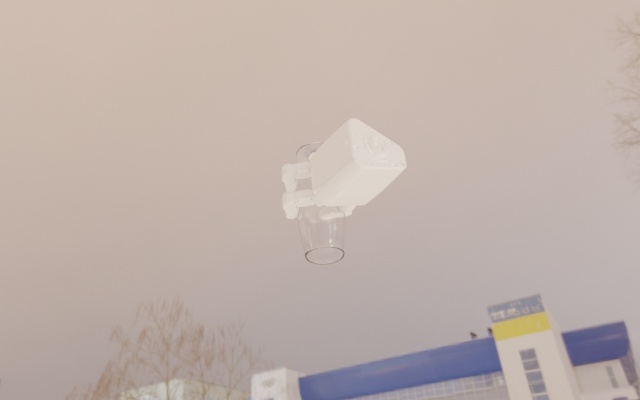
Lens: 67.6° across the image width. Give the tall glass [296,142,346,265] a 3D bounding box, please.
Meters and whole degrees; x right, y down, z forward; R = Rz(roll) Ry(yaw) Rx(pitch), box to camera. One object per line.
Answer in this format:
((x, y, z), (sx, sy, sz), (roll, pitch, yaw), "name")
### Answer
((0.000, 0.002, 0.793), (0.079, 0.201, 0.079), (-3, -33, -2), "tall glass")
